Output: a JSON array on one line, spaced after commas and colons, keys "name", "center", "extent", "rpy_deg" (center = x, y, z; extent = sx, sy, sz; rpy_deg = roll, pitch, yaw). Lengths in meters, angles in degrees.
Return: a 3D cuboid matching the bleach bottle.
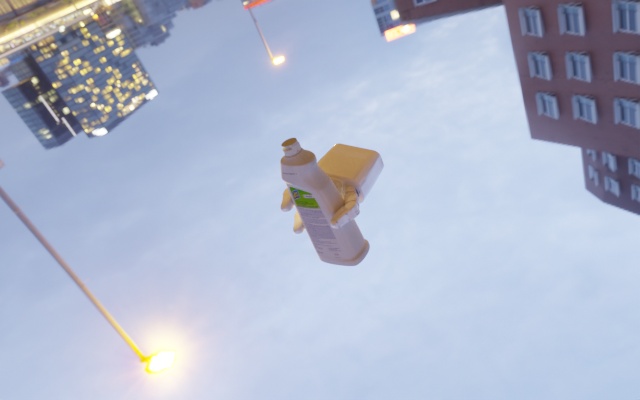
[{"name": "bleach bottle", "center": [0.000, 0.003, 0.845], "extent": [0.102, 0.251, 0.068], "rpy_deg": [1, 39, 38]}]
